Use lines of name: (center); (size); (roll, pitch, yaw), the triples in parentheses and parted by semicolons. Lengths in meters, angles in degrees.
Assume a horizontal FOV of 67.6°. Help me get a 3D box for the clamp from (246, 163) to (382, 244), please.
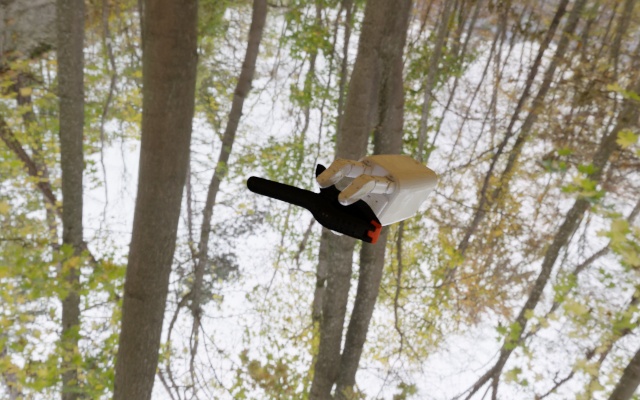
clamp: (0.000, 0.003, 0.720); (0.164, 0.036, 0.210); (-11, 36, -39)
